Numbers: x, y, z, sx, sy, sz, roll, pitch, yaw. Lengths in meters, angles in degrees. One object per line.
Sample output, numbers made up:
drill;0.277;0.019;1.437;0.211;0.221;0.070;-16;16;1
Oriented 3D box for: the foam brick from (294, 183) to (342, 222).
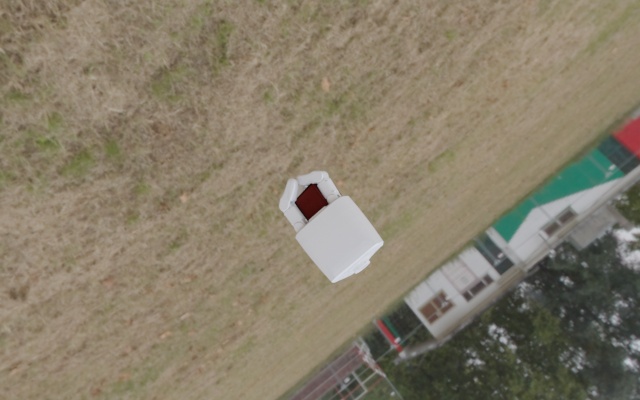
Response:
foam brick;0.000;0.003;0.873;0.053;0.051;0.078;-46;-18;26
